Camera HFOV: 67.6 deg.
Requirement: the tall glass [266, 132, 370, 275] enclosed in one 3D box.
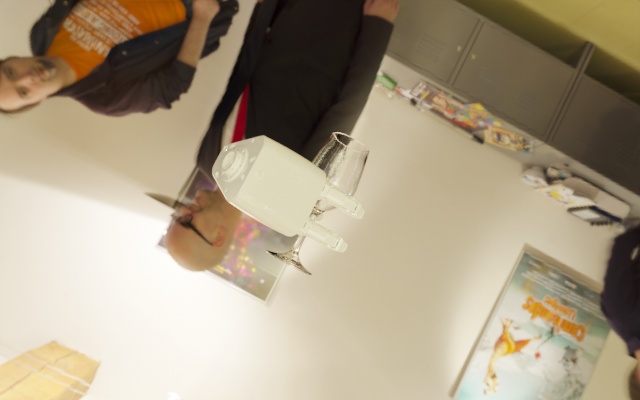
[{"bbox_3d":[0.000,0.003,0.695,0.079,0.201,0.079,27,-5,3],"label":"tall glass"}]
